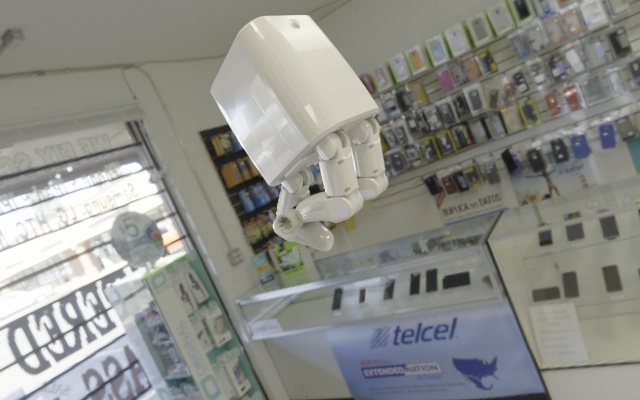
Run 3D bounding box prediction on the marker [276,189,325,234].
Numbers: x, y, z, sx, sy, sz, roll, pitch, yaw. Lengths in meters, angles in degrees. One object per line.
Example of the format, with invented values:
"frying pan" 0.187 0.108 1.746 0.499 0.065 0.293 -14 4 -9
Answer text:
"marker" 0.000 0.002 0.455 0.020 0.020 0.121 0 18 32
